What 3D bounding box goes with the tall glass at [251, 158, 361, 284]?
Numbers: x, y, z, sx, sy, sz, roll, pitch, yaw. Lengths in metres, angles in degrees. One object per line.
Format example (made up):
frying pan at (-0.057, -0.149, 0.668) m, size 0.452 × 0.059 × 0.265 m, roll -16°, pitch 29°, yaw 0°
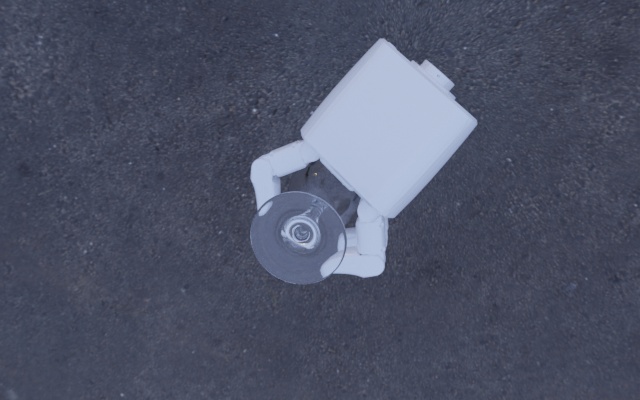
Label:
tall glass at (0.000, 0.002, 0.451) m, size 0.079 × 0.079 × 0.201 m, roll 0°, pitch 16°, yaw 10°
